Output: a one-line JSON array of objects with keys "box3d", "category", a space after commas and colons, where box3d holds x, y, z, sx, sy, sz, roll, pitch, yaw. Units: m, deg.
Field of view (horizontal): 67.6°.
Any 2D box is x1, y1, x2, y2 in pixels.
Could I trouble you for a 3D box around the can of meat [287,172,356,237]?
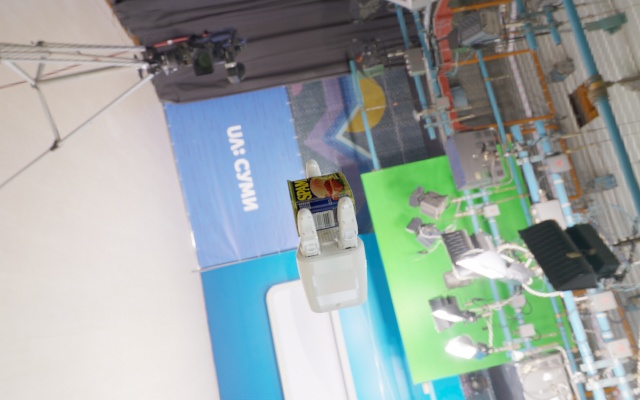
[{"box3d": [0.000, 0.002, 0.682, 0.084, 0.057, 0.102, -11, 26, -3], "category": "can of meat"}]
